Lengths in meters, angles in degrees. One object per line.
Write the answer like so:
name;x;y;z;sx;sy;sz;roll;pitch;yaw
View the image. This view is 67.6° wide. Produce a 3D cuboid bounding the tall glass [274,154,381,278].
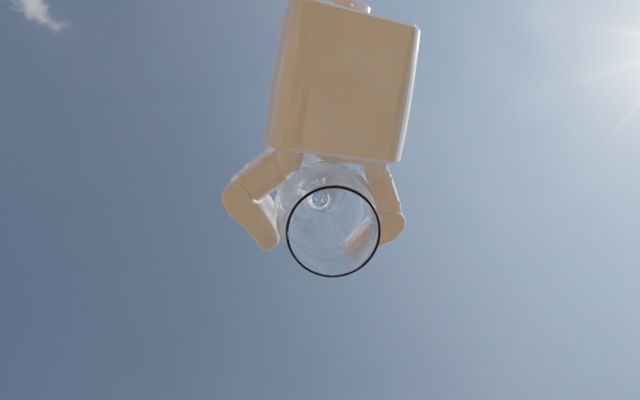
tall glass;0.000;0.001;0.403;0.079;0.079;0.201;0;12;-5
